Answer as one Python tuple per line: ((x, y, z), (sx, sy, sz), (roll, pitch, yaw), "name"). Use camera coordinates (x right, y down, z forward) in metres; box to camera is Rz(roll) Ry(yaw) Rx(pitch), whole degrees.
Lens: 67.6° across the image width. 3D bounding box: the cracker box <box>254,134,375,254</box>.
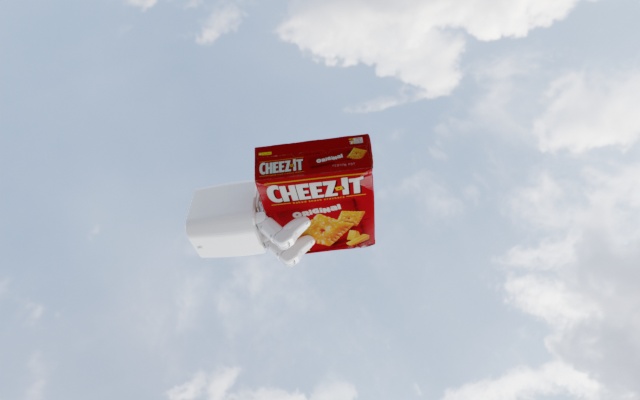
((0.000, 0.002, 0.734), (0.164, 0.072, 0.214), (-7, -35, 3), "cracker box")
